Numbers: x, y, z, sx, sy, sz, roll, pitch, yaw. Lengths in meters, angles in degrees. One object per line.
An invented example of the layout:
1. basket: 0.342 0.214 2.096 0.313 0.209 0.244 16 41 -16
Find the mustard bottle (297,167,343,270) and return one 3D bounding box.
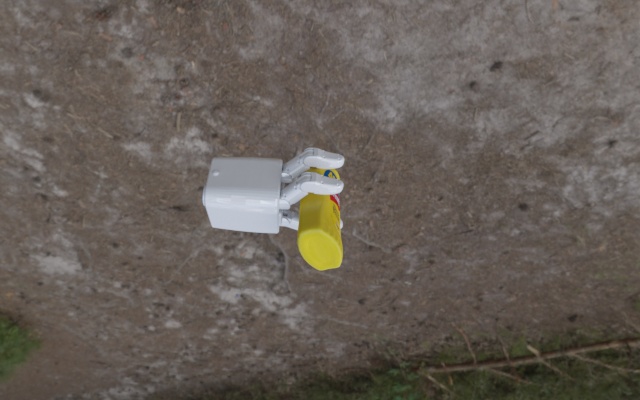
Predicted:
1. mustard bottle: 0.000 0.003 0.720 0.058 0.191 0.096 -13 -45 14
